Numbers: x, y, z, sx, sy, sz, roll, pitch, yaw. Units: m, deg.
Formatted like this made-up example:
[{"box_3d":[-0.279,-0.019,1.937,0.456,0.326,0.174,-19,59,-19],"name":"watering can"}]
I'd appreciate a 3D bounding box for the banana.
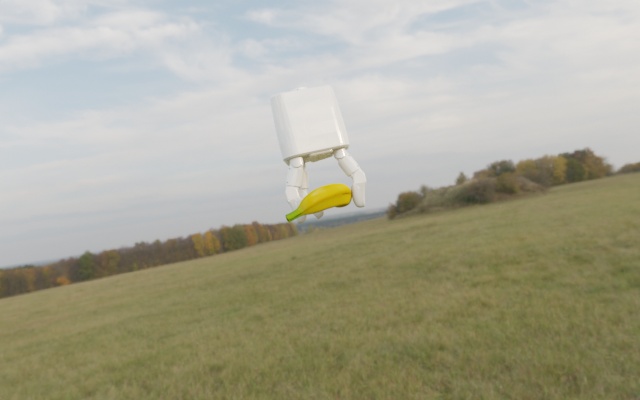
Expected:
[{"box_3d":[0.014,-0.004,0.762,0.069,0.037,0.198,-22,-5,25],"name":"banana"}]
